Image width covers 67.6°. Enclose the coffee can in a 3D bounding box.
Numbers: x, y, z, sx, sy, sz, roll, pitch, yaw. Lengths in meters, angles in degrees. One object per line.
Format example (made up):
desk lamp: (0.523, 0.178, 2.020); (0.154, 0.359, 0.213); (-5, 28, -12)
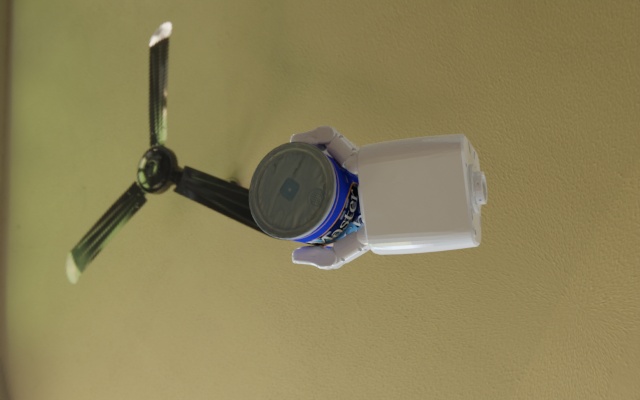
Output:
coffee can: (0.000, 0.002, 0.549); (0.103, 0.103, 0.140); (0, -11, 28)
